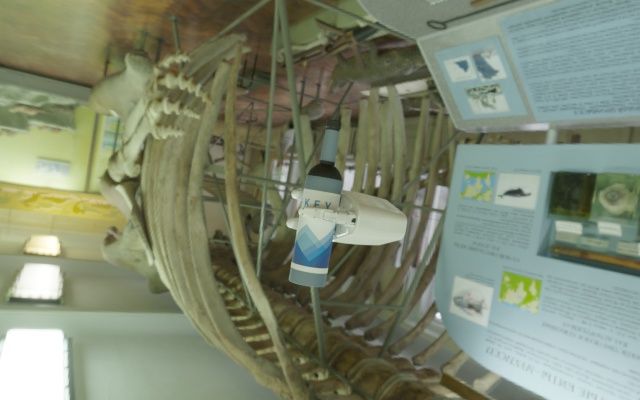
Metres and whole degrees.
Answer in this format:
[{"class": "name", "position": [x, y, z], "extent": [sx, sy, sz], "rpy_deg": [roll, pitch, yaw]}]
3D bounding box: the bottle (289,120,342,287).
[{"class": "bottle", "position": [0.000, 0.003, 0.858], "extent": [0.069, 0.295, 0.069], "rpy_deg": [10, 0, 0]}]
